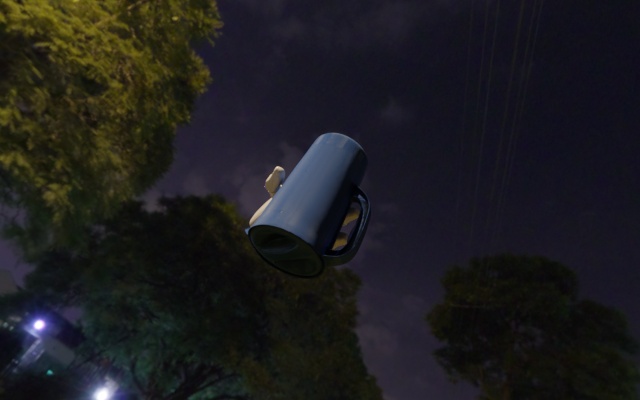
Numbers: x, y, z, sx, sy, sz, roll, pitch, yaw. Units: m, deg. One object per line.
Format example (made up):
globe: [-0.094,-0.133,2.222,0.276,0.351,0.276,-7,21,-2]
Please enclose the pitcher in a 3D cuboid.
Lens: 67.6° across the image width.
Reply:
pitcher: [0.000,0.003,0.803,0.149,0.242,0.145,38,-35,-12]
